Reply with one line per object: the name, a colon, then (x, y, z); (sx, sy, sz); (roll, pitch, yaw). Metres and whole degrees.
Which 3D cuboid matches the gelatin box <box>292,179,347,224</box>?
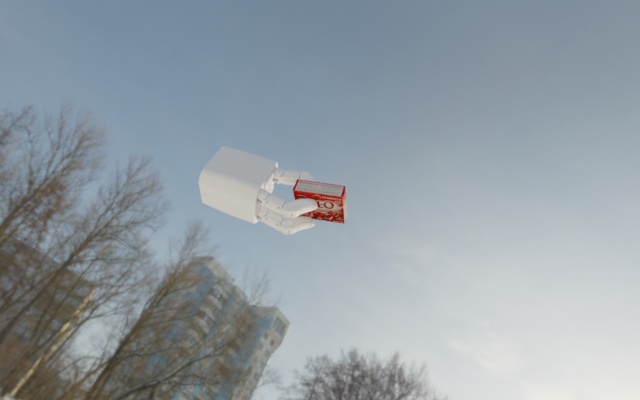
gelatin box: (0.001, 0.002, 0.831); (0.089, 0.030, 0.073); (8, -39, 13)
